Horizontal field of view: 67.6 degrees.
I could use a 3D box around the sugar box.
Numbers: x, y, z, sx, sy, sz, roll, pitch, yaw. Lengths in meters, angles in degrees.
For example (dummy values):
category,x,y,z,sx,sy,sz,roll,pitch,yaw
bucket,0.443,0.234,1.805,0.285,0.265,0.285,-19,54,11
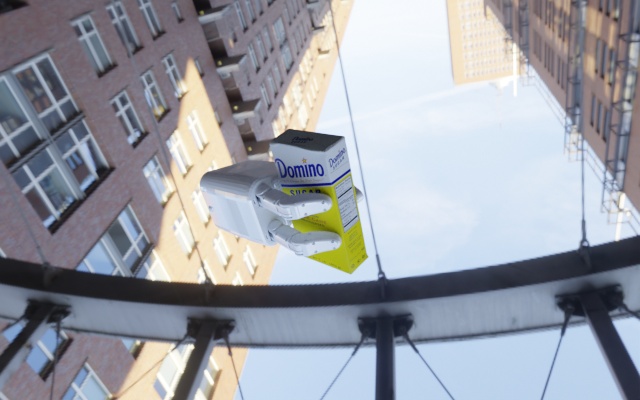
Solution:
category,x,y,z,sx,sy,sz,roll,pitch,yaw
sugar box,0.000,0.002,0.595,0.093,0.176,0.048,14,42,40
